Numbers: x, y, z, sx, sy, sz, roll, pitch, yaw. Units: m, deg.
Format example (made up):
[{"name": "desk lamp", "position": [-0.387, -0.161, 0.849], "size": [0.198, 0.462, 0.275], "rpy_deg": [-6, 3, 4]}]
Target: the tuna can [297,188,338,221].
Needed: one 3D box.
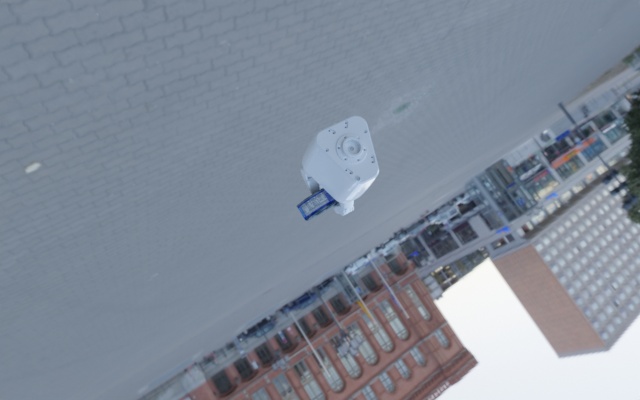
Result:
[{"name": "tuna can", "position": [0.000, 0.003, 0.891], "size": [0.086, 0.034, 0.086], "rpy_deg": [-31, -4, -3]}]
